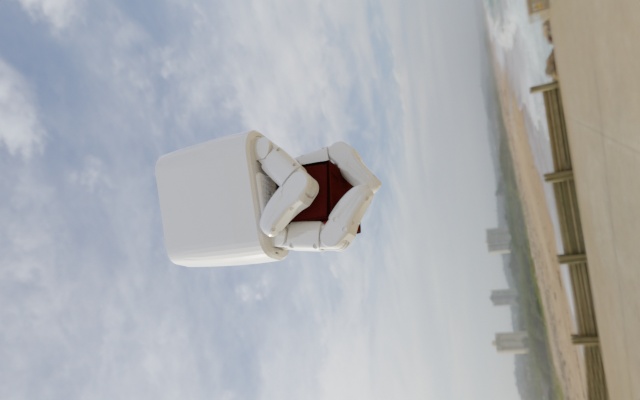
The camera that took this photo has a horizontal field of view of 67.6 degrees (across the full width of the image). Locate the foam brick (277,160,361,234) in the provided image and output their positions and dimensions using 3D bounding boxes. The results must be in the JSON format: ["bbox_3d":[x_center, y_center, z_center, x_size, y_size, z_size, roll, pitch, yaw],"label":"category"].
[{"bbox_3d":[0.000,0.002,0.445,0.051,0.053,0.078,-9,-19,22],"label":"foam brick"}]
